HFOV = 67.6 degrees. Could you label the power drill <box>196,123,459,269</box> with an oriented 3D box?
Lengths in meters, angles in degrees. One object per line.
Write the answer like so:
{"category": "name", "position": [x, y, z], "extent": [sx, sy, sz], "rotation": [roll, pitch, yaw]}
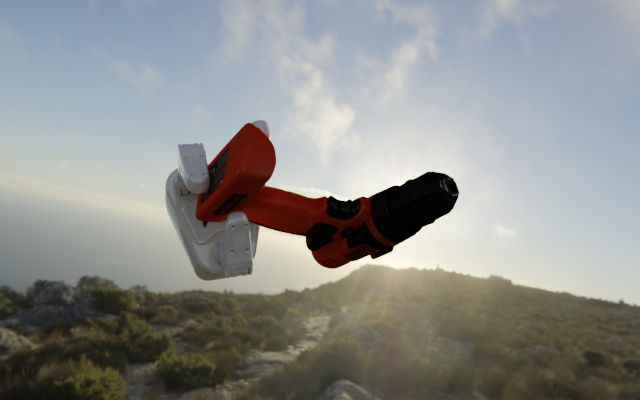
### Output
{"category": "power drill", "position": [0.000, 0.001, 0.424], "extent": [0.188, 0.057, 0.184], "rotation": [23, -36, -28]}
